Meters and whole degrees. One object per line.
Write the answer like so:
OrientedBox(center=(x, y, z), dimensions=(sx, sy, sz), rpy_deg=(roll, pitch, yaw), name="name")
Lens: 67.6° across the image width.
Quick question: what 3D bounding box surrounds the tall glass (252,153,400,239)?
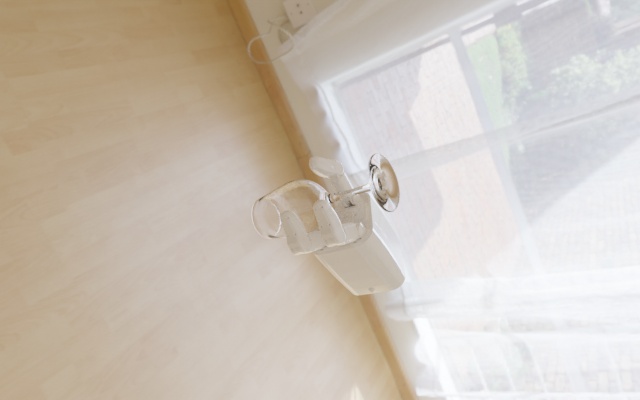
OrientedBox(center=(0.001, 0.002, 0.636), dimensions=(0.201, 0.079, 0.079), rpy_deg=(-16, -10, 34), name="tall glass")
